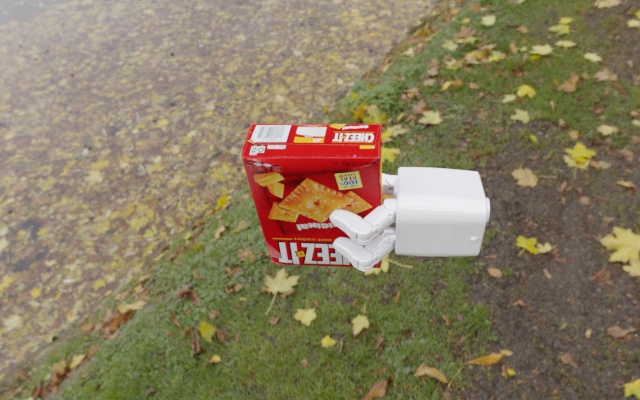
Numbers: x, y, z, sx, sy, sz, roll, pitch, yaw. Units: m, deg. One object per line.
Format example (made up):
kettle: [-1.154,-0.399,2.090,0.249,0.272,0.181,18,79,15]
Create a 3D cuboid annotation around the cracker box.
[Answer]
cracker box: [0.000,0.002,0.631,0.164,0.072,0.214,2,-44,9]
